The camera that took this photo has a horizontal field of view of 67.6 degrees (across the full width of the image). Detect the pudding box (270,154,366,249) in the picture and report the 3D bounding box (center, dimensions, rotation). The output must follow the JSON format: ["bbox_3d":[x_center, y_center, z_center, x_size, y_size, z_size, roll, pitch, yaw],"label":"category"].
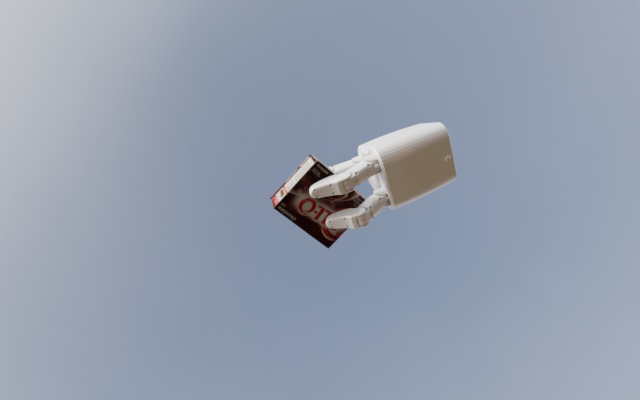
[{"bbox_3d":[0.000,0.002,0.674,0.113,0.090,0.039,39,9,-26],"label":"pudding box"}]
